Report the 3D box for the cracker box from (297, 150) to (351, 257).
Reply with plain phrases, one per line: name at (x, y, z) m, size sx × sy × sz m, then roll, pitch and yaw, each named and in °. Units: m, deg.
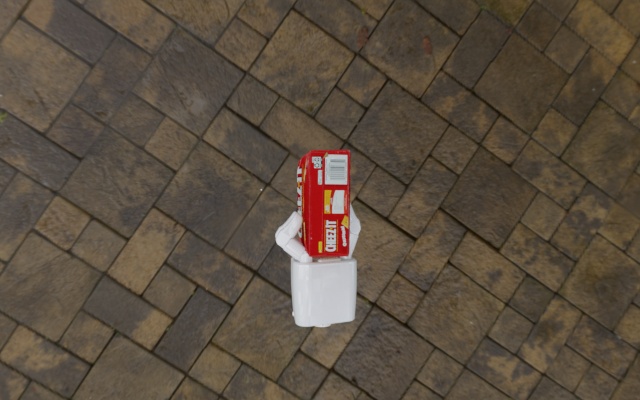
cracker box at (0.000, 0.003, 0.820) m, size 0.072 × 0.164 × 0.213 m, roll 0°, pitch 1°, yaw -7°
